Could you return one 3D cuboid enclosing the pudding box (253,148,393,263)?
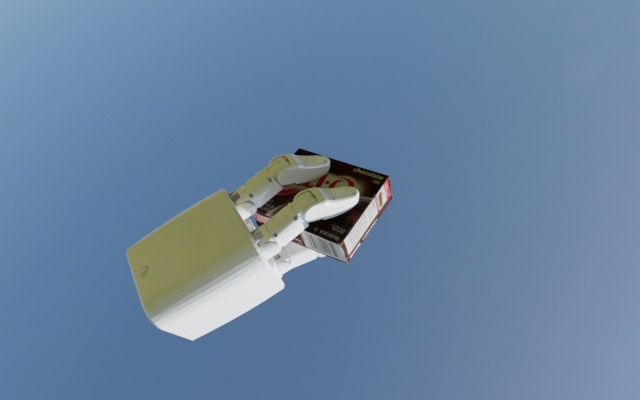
[{"bbox_3d":[0.000,0.002,0.468,0.113,0.090,0.039,21,-31,29],"label":"pudding box"}]
